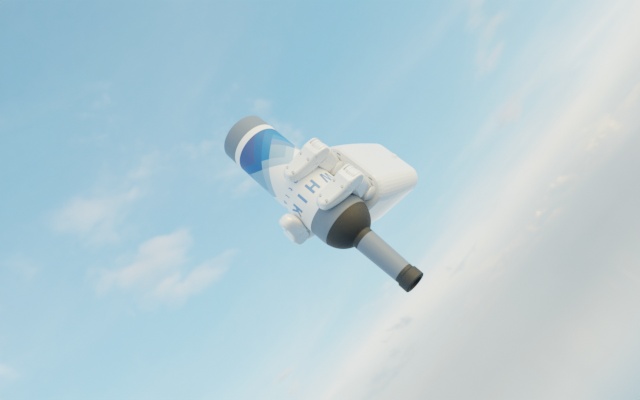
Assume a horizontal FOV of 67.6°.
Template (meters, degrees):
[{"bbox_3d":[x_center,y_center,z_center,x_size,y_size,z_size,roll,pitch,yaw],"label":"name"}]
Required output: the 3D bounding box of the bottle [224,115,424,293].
[{"bbox_3d":[0.000,0.002,0.571,0.295,0.069,0.069,40,20,25],"label":"bottle"}]
